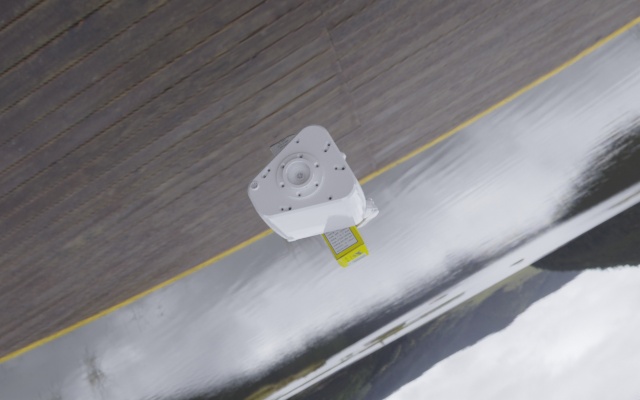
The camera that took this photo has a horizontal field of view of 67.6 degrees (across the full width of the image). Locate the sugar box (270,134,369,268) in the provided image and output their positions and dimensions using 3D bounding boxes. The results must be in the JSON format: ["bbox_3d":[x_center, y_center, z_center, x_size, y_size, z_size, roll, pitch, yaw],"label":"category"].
[{"bbox_3d":[0.001,0.002,0.638,0.048,0.176,0.093,-29,-17,0],"label":"sugar box"}]
